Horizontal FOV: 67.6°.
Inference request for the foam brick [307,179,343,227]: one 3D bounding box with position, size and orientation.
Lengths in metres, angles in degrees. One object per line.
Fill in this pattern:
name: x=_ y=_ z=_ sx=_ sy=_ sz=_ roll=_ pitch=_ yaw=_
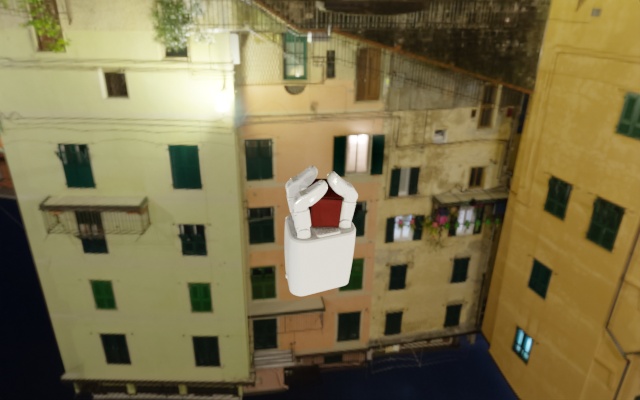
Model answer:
foam brick: x=0.000 y=0.002 z=0.771 sx=0.053 sy=0.051 sz=0.078 roll=1 pitch=25 yaw=-11
